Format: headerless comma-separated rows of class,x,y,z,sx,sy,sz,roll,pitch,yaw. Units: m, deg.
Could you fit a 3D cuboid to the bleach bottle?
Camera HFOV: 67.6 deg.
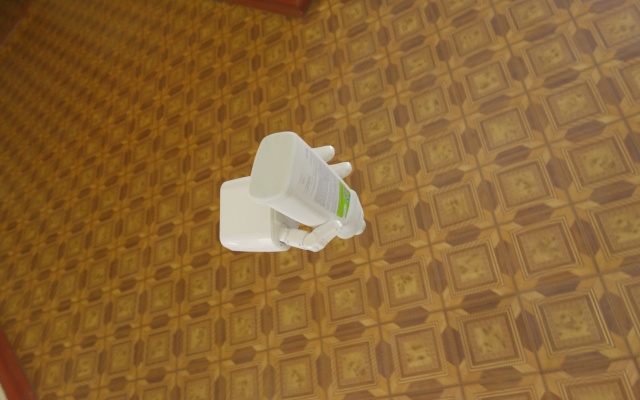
bleach bottle,0.000,0.002,0.699,0.068,0.102,0.251,-3,-25,31
